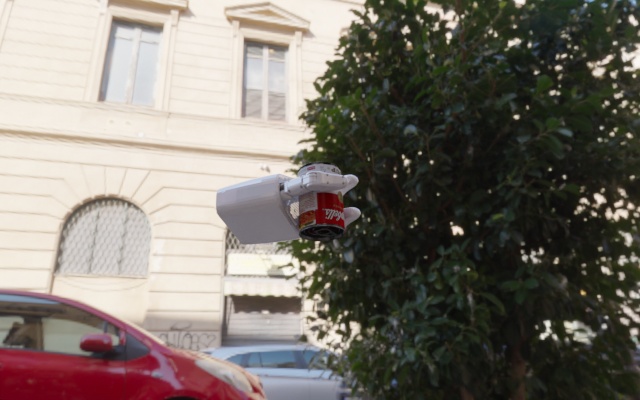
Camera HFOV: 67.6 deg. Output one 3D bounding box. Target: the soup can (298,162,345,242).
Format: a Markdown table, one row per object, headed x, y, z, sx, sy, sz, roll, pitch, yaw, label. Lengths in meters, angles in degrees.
| x | y | z | sx | sy | sz | roll | pitch | yaw | label |
| --- | --- | --- | --- | --- | --- | --- | --- | --- | --- |
| 0.001 | 0.002 | 0.710 | 0.068 | 0.102 | 0.068 | -2 | -23 | -1 | soup can |
